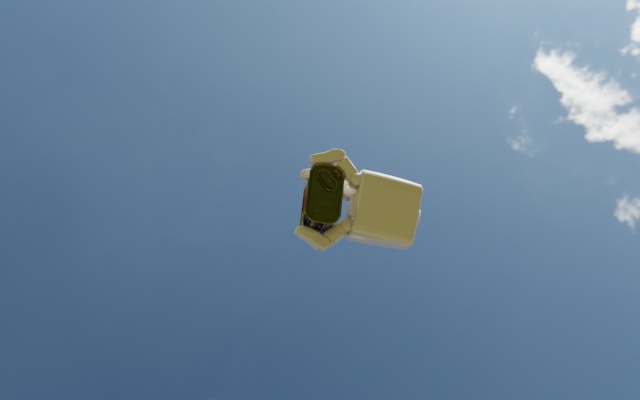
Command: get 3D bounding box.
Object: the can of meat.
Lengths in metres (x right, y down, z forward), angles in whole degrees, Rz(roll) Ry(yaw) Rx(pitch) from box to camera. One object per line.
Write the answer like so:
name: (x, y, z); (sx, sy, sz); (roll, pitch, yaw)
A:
can of meat: (0.000, 0.003, 0.786); (0.057, 0.102, 0.084); (10, -23, -7)
